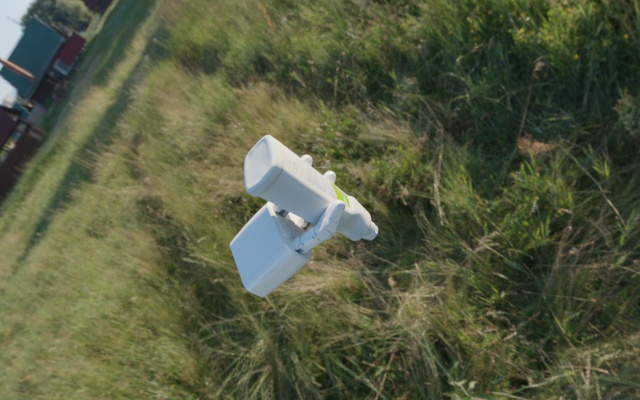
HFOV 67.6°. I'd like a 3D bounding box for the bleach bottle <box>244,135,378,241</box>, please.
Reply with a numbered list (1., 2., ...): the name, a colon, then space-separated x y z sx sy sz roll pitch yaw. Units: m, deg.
1. bleach bottle: 0.000 0.002 0.737 0.251 0.068 0.102 33 25 -32
